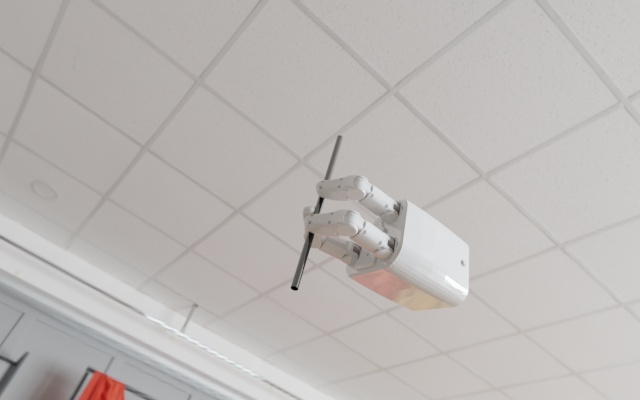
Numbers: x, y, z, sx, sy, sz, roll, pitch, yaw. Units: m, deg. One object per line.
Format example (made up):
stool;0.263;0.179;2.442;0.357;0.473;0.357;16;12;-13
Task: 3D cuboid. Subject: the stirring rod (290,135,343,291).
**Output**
stirring rod;0.000;0.002;0.553;0.011;0.239;0.011;9;-43;9
